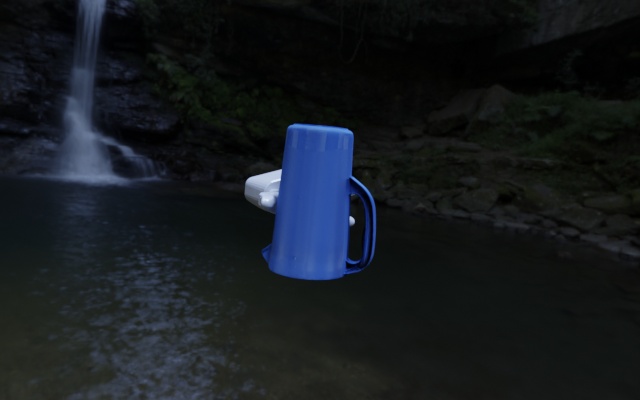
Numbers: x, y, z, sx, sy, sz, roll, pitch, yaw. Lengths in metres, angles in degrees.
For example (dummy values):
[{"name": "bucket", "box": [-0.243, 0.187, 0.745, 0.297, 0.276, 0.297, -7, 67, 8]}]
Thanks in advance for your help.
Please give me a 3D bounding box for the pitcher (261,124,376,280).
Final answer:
[{"name": "pitcher", "box": [0.000, 0.003, 0.779, 0.149, 0.243, 0.145, 2, 8, -28]}]
